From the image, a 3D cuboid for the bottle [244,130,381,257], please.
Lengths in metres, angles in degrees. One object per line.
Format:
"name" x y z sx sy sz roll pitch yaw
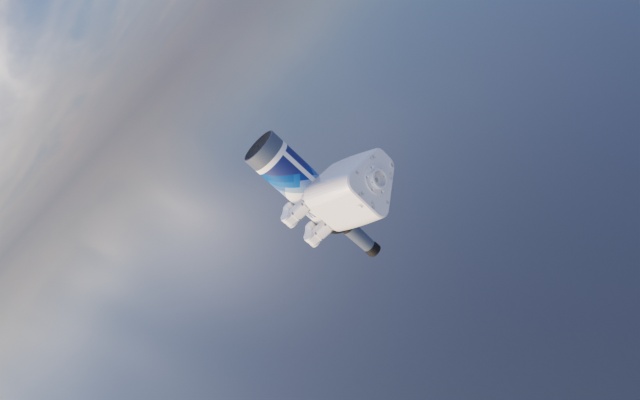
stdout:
"bottle" 0.000 0.003 0.824 0.296 0.069 0.069 42 -19 -23
